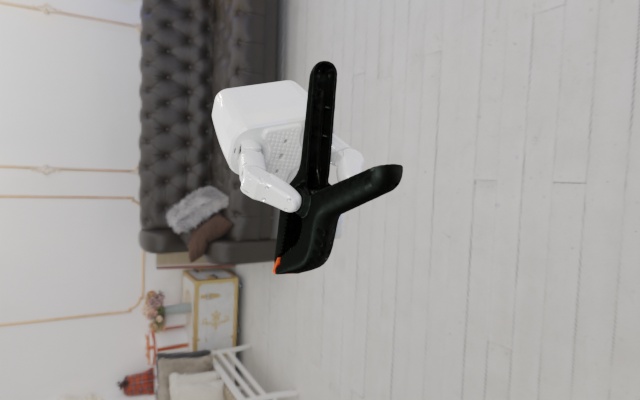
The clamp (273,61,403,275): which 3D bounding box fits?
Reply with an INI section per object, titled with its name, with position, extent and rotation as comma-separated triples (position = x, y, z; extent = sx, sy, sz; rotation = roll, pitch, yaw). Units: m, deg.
[clamp]
position = -0.001, 0.002, 0.432
extent = 0.036, 0.210, 0.164
rotation = 4, 34, -26
